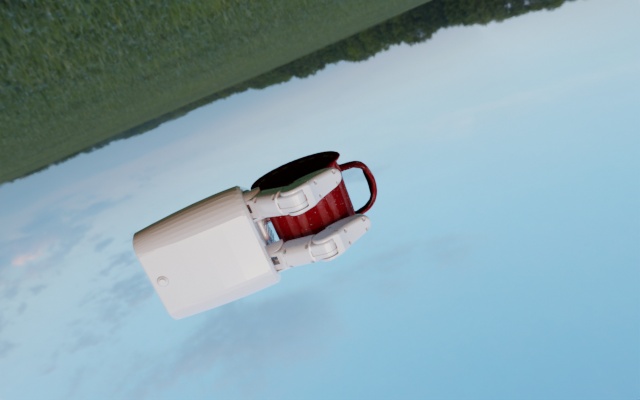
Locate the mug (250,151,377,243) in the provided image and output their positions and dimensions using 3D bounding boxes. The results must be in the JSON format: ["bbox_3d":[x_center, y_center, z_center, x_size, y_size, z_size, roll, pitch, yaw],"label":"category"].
[{"bbox_3d":[0.001,0.001,0.476,0.117,0.081,0.093,-22,17,0],"label":"mug"}]
